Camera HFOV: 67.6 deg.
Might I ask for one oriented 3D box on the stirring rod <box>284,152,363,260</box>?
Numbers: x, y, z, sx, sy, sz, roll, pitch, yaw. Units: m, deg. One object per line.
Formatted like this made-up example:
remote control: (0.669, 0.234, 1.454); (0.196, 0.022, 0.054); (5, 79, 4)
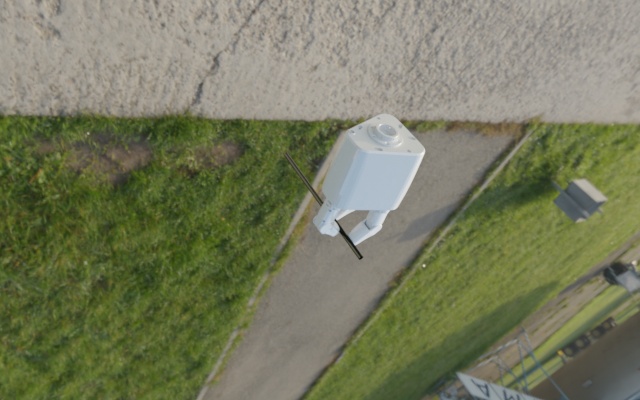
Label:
stirring rod: (0.000, 0.002, 0.776); (0.011, 0.011, 0.239); (0, 44, -45)
